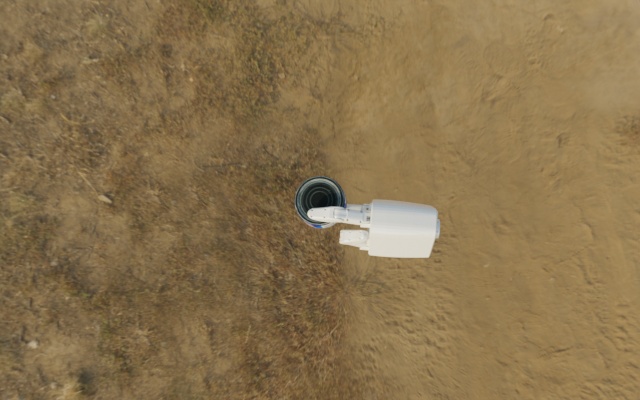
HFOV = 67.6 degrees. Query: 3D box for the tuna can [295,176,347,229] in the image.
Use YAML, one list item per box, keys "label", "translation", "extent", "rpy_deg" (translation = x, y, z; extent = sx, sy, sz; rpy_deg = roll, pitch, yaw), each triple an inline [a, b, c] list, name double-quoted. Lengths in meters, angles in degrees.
- label: "tuna can"
  translation: [0.000, 0.003, 0.803]
  extent: [0.086, 0.086, 0.034]
  rpy_deg: [0, -11, 9]
